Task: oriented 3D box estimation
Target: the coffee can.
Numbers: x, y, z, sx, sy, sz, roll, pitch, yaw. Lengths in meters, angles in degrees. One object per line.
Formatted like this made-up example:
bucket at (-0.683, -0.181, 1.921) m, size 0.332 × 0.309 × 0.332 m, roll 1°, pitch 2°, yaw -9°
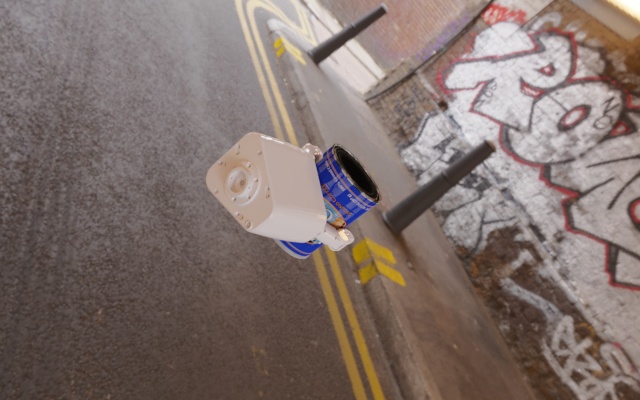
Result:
coffee can at (0.000, 0.002, 0.676) m, size 0.140 × 0.102 × 0.103 m, roll -38°, pitch -15°, yaw 20°
